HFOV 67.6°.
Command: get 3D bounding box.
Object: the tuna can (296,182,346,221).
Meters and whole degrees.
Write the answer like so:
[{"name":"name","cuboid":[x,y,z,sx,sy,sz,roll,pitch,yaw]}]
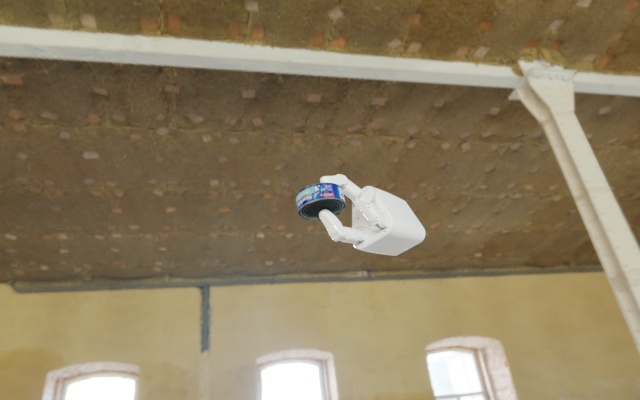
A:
[{"name":"tuna can","cuboid":[0.000,0.002,0.836,0.086,0.033,0.086,-9,-26,-4]}]
